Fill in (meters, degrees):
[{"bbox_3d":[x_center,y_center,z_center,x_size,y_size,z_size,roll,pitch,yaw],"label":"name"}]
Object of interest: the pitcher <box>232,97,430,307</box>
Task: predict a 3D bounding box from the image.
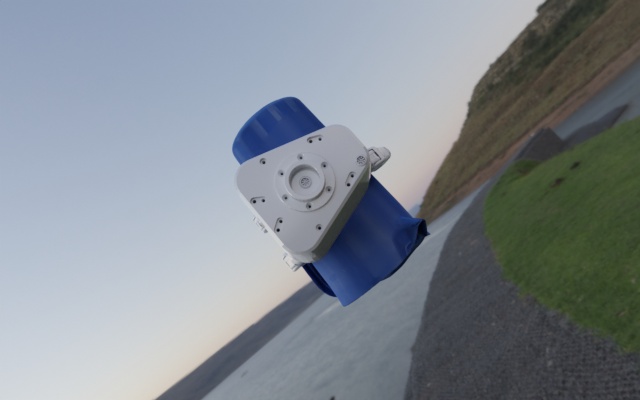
[{"bbox_3d":[0.000,0.002,0.584,0.149,0.243,0.145,-40,-8,-1],"label":"pitcher"}]
